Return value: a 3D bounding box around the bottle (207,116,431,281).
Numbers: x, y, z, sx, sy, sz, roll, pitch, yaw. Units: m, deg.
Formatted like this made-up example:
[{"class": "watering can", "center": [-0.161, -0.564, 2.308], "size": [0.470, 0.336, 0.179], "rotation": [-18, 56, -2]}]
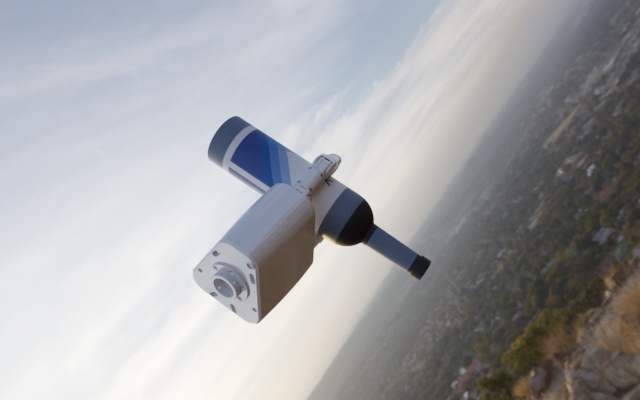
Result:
[{"class": "bottle", "center": [0.000, 0.002, 0.577], "size": [0.295, 0.069, 0.069], "rotation": [33, 6, 10]}]
